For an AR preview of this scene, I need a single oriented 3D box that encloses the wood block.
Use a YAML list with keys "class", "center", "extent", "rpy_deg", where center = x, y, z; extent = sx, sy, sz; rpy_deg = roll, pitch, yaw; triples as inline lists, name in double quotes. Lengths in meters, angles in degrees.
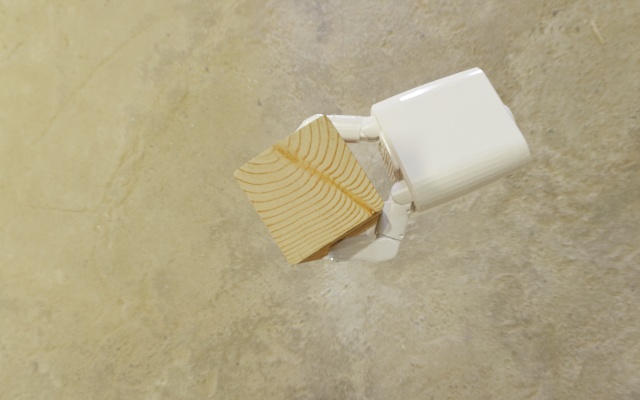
- class: "wood block"
  center: [0.000, 0.001, 0.472]
  extent: [0.090, 0.091, 0.206]
  rpy_deg: [-33, -8, 1]
